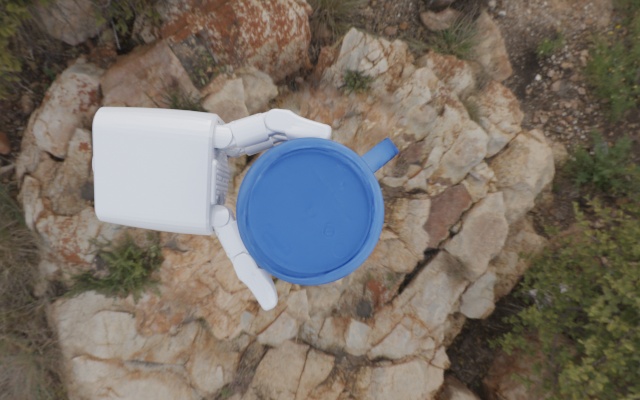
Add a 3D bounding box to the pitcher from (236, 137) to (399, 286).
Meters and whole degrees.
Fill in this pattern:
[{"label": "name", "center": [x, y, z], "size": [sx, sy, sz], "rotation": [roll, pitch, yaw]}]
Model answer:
[{"label": "pitcher", "center": [0.000, 0.002, 0.455], "size": [0.145, 0.149, 0.243], "rotation": [8, 0, -1]}]
